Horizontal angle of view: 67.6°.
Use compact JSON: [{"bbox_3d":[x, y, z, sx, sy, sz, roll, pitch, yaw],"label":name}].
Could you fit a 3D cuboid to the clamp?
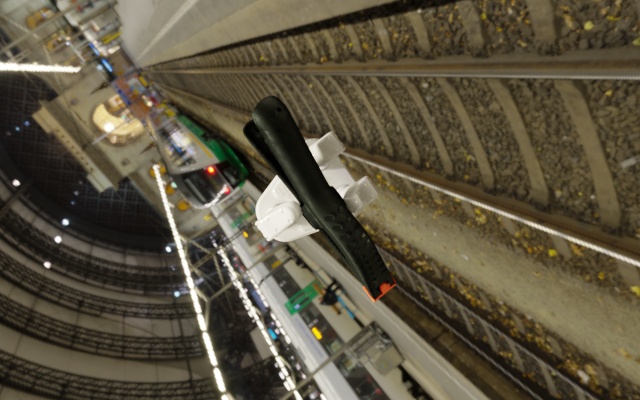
[{"bbox_3d":[0.000,0.002,0.416,0.036,0.210,0.164,-37,3,-6],"label":"clamp"}]
